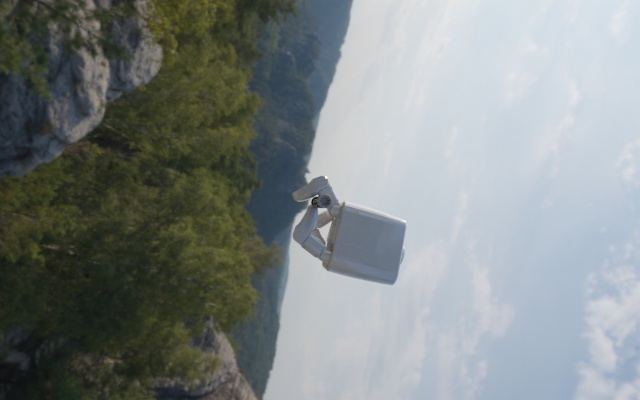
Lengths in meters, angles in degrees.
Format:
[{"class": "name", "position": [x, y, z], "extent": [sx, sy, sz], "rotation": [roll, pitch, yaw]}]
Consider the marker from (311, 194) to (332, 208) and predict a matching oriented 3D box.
[{"class": "marker", "position": [0.000, 0.002, 0.691], "extent": [0.020, 0.020, 0.121], "rotation": [0, -1, -6]}]
